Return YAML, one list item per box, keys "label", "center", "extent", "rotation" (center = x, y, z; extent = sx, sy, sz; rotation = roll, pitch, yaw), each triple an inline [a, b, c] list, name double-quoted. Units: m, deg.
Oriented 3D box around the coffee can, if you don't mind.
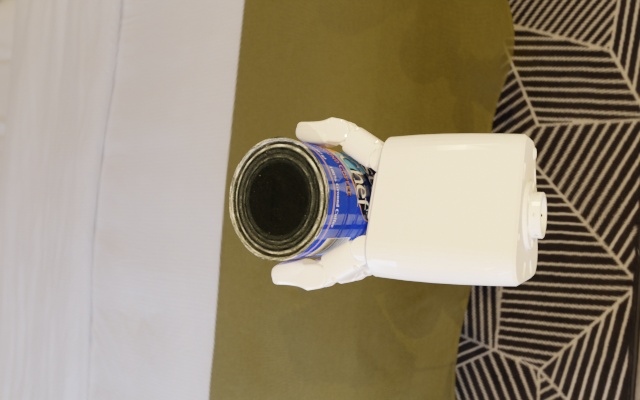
- label: "coffee can"
  center: [0.000, 0.001, 0.449]
  extent: [0.103, 0.103, 0.140]
  rotation: [0, -2, 33]
